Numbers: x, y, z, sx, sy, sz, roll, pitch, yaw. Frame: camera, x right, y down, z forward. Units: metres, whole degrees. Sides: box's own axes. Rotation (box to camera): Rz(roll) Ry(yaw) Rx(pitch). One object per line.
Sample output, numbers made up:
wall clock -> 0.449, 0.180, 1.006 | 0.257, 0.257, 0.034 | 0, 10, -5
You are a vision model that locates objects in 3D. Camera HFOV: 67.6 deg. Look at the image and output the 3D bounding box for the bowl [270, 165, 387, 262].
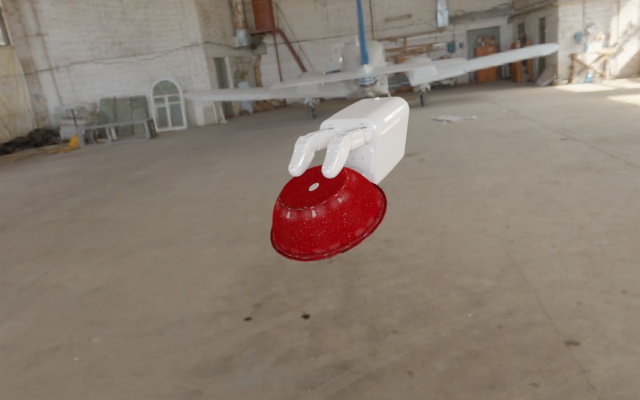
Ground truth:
bowl -> 0.000, 0.002, 0.607 | 0.162, 0.055, 0.162 | -17, 34, 12
